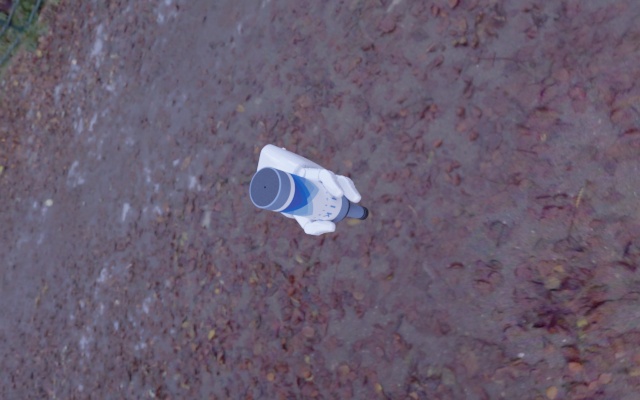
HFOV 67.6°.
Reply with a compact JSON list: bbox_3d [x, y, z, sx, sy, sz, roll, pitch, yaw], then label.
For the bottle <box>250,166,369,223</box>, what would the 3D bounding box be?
[{"bbox_3d":[0.000,0.003,0.859,0.069,0.069,0.296,0,-9,37],"label":"bottle"}]
